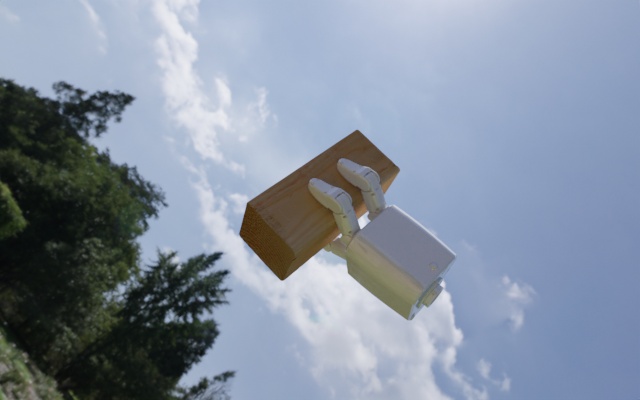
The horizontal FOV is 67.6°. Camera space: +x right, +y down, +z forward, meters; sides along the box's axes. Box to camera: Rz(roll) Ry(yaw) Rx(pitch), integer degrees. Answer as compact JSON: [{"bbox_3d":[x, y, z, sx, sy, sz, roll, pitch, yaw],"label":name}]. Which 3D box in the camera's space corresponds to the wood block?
[{"bbox_3d":[0.000,0.002,0.650,0.206,0.090,0.091,-36,-16,-32],"label":"wood block"}]
